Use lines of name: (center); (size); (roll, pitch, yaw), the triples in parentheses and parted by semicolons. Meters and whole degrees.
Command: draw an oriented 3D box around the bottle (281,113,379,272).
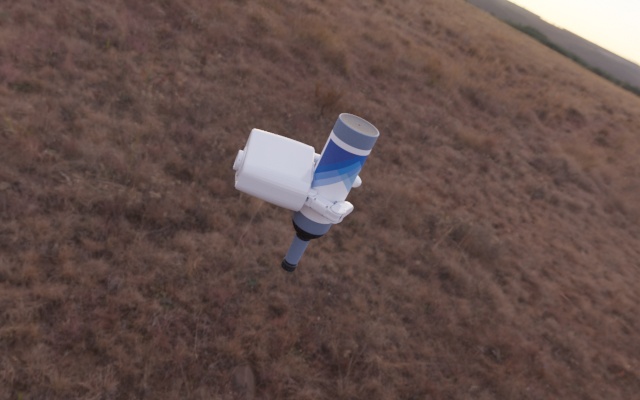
bottle: (0.000, 0.002, 0.783); (0.069, 0.296, 0.069); (20, 29, -12)
